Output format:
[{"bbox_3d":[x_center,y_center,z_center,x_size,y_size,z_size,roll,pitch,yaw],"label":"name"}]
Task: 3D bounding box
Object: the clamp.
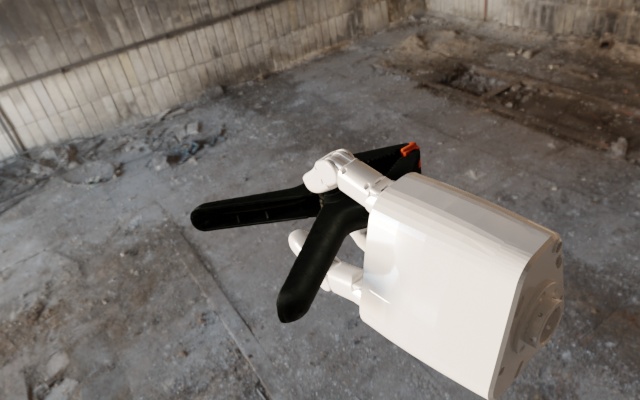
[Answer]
[{"bbox_3d":[0.000,0.000,0.411,0.210,0.036,0.164,-34,40,-29],"label":"clamp"}]
